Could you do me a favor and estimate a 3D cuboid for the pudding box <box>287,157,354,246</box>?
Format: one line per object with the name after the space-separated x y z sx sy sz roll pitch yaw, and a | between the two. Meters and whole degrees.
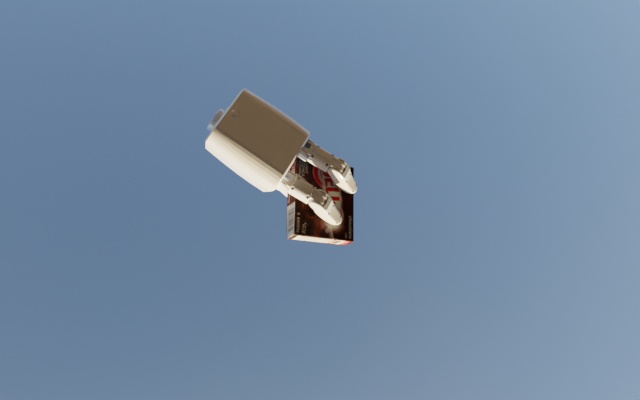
0.000 0.002 0.666 0.090 0.113 0.039 8 -16 -23 | pudding box
